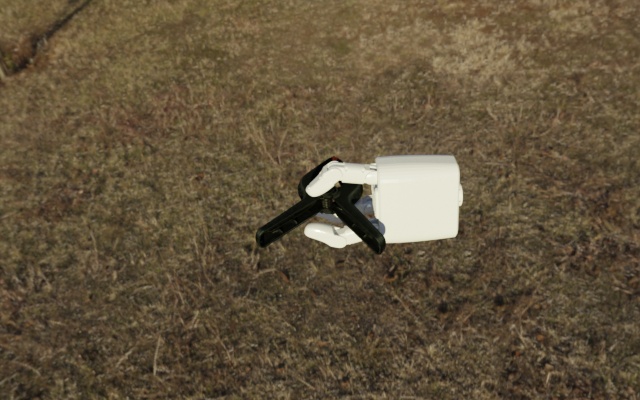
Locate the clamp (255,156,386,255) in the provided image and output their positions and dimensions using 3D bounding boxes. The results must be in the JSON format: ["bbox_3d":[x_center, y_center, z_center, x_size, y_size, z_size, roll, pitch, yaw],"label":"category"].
[{"bbox_3d":[0.000,0.001,0.668,0.164,0.036,0.209,0,35,1],"label":"clamp"}]
